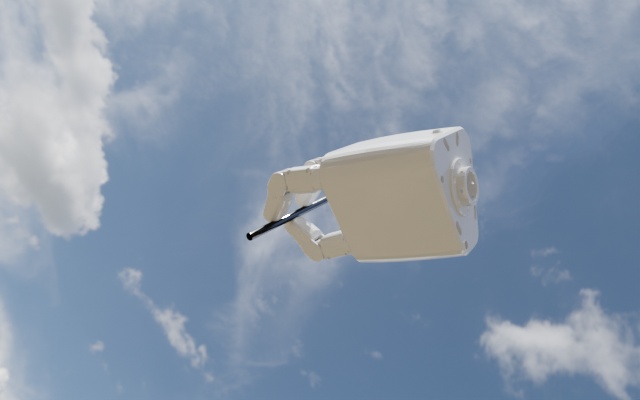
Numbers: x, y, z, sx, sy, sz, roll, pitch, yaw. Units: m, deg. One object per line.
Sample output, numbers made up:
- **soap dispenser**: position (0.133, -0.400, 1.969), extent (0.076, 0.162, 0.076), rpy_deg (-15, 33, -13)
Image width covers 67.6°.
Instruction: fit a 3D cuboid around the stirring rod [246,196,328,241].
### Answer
- **stirring rod**: position (0.000, 0.002, 0.541), extent (0.011, 0.011, 0.239), rpy_deg (0, 15, 35)
